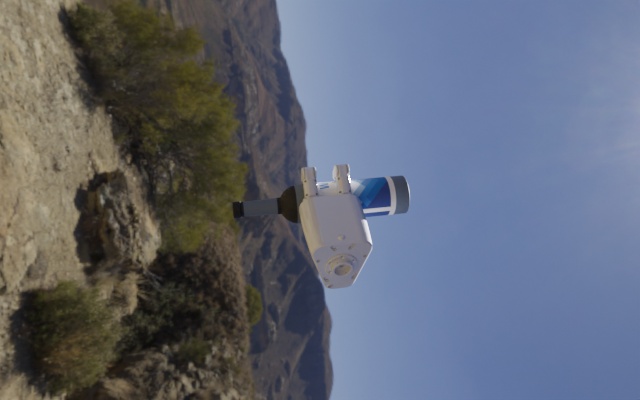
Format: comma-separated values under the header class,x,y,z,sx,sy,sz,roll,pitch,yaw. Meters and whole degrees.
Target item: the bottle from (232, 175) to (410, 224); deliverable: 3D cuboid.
class,x,y,z,sx,sy,sz,roll,pitch,yaw
bottle,0.000,0.003,0.813,0.296,0.069,0.069,-5,1,-8
